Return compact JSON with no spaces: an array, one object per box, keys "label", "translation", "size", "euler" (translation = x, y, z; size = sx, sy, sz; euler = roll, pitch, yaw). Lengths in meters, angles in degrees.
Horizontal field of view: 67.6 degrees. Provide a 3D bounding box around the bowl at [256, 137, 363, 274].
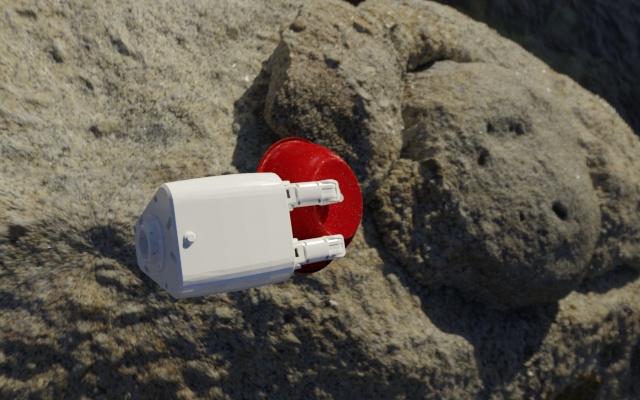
[{"label":"bowl","translation":[0.001,0.001,0.547],"size":[0.055,0.162,0.162],"euler":[-10,-6,39]}]
